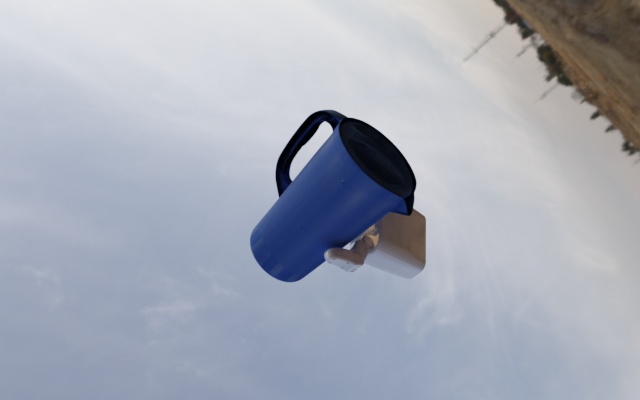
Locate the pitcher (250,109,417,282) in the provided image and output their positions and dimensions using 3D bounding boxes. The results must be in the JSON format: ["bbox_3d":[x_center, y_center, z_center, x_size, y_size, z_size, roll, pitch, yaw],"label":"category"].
[{"bbox_3d":[0.000,0.002,0.673,0.145,0.149,0.243,26,-54,-28],"label":"pitcher"}]
